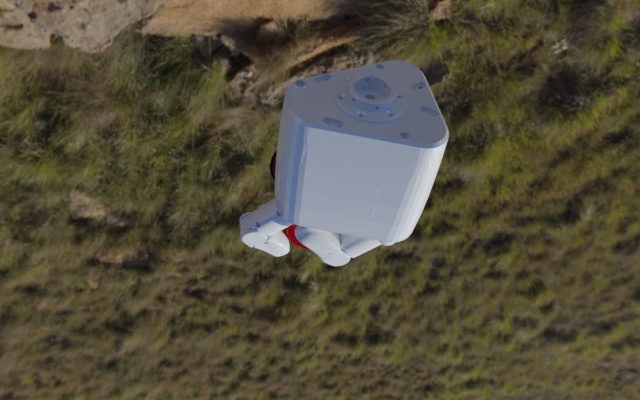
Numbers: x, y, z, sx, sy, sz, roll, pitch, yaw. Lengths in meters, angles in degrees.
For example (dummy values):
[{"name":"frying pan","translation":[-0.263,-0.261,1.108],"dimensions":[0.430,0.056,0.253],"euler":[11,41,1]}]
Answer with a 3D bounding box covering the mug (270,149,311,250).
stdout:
[{"name":"mug","translation":[0.000,0.003,0.468],"dimensions":[0.093,0.081,0.117],"euler":[-4,-38,-9]}]
